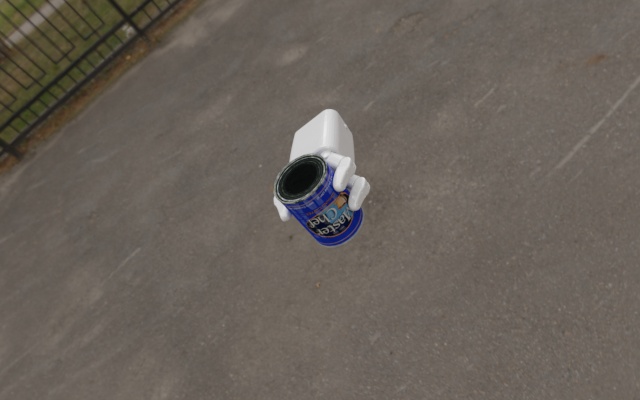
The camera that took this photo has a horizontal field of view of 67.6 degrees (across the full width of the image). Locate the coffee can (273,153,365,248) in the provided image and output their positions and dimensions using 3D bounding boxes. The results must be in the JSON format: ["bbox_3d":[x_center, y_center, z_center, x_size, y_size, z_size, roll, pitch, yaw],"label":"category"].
[{"bbox_3d":[0.000,0.003,0.819,0.103,0.102,0.140,0,-35,36],"label":"coffee can"}]
